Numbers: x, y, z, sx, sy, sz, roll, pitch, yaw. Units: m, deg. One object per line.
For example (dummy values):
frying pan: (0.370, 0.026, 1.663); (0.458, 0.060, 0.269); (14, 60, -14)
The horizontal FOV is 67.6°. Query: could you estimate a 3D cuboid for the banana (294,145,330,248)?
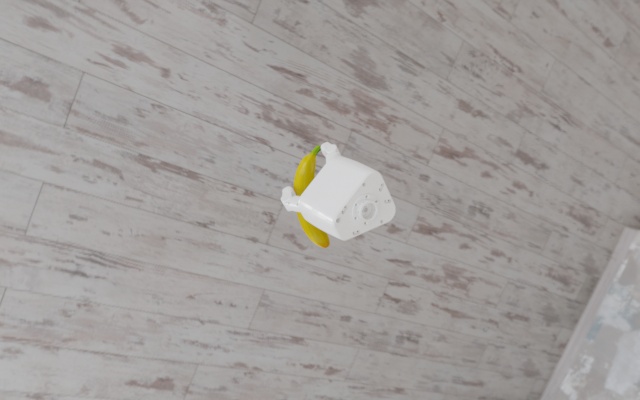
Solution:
banana: (-0.016, 0.004, 0.865); (0.069, 0.198, 0.037); (-14, 22, -29)
